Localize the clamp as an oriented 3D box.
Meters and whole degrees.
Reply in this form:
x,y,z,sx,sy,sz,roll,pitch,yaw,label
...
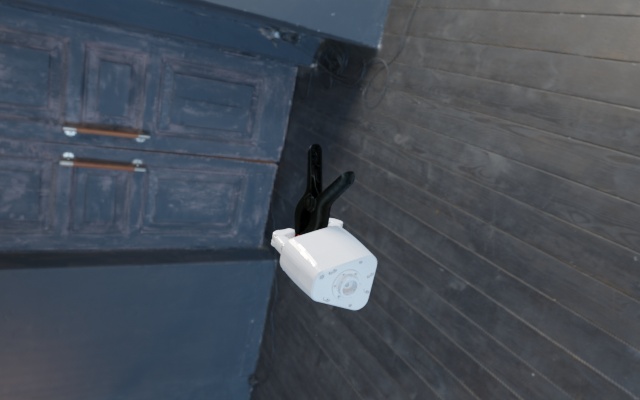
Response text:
x,y,z,sx,sy,sz,roll,pitch,yaw,label
0.000,0.003,0.782,0.039,0.171,0.120,3,18,-30,clamp
